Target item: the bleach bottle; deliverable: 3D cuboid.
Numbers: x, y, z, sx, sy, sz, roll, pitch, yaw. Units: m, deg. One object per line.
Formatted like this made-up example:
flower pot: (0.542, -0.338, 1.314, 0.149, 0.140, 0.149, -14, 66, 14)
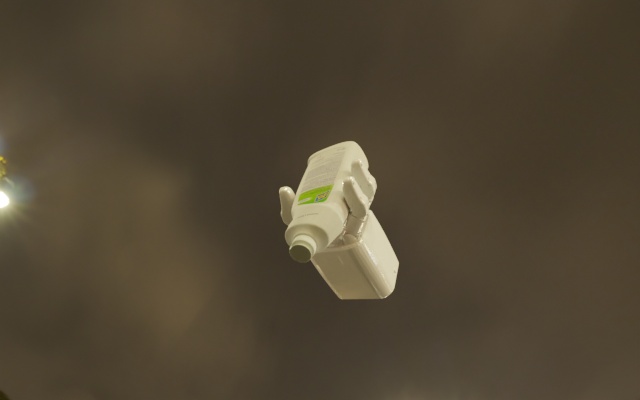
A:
bleach bottle: (0.000, 0.002, 0.693, 0.102, 0.068, 0.250, -20, 24, 28)
